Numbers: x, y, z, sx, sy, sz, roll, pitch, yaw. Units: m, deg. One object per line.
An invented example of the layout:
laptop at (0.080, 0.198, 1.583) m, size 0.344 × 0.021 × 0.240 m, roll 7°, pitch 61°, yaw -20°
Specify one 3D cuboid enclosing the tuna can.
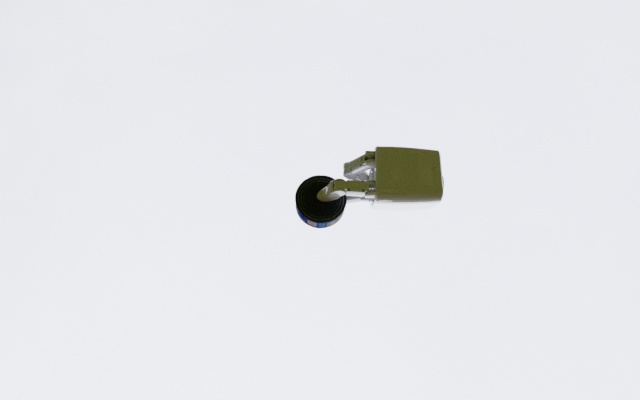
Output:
tuna can at (0.000, 0.003, 0.801) m, size 0.086 × 0.086 × 0.034 m, roll 0°, pitch -23°, yaw -3°
